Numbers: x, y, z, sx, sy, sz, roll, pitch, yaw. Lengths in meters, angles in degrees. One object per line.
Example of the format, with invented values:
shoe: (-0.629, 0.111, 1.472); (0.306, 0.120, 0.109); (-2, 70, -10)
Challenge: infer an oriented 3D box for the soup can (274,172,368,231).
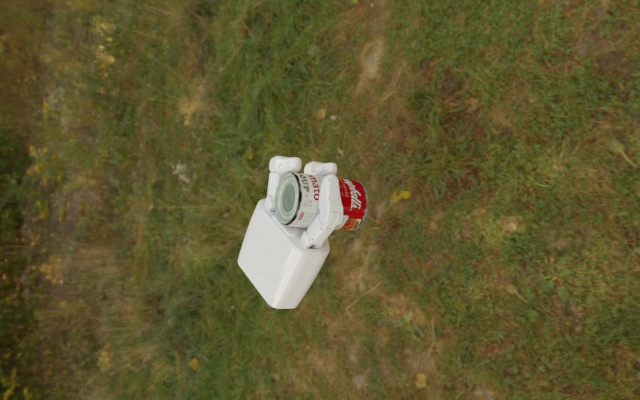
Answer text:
soup can: (0.000, 0.002, 0.612); (0.102, 0.068, 0.068); (6, -3, -31)
